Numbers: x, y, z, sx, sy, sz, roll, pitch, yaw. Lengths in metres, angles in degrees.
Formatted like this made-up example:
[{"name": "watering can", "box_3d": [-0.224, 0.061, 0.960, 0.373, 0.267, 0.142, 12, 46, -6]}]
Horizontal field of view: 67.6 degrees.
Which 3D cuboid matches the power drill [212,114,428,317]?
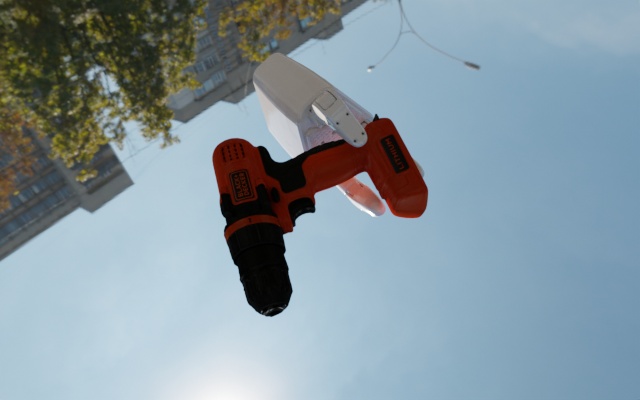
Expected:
[{"name": "power drill", "box_3d": [0.000, 0.001, 0.449, 0.187, 0.184, 0.057, -14, -30, -9]}]
